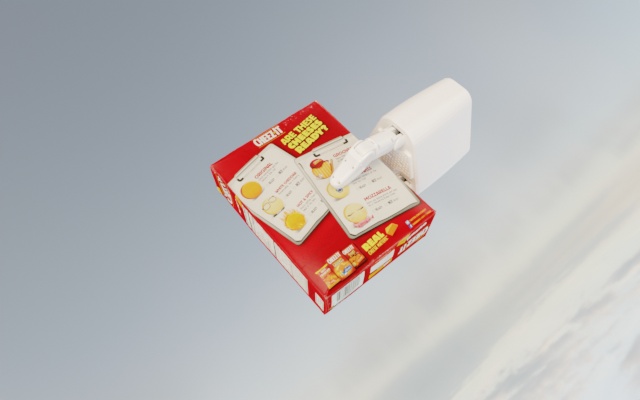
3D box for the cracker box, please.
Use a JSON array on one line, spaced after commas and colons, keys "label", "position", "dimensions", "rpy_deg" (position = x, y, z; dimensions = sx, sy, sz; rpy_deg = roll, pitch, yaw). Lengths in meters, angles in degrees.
[{"label": "cracker box", "position": [0.000, 0.002, 0.569], "dimensions": [0.164, 0.213, 0.072], "rpy_deg": [-35, -25, -20]}]
